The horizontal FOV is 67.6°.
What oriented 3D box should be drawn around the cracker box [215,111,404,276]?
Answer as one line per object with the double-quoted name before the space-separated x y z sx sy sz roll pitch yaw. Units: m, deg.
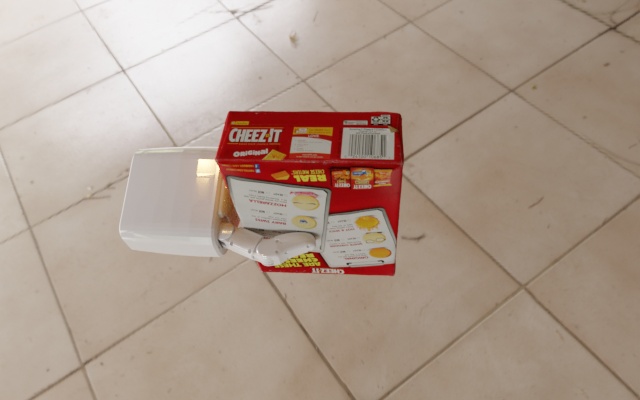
"cracker box" 0.000 0.002 0.504 0.164 0.072 0.214 1 -34 7
